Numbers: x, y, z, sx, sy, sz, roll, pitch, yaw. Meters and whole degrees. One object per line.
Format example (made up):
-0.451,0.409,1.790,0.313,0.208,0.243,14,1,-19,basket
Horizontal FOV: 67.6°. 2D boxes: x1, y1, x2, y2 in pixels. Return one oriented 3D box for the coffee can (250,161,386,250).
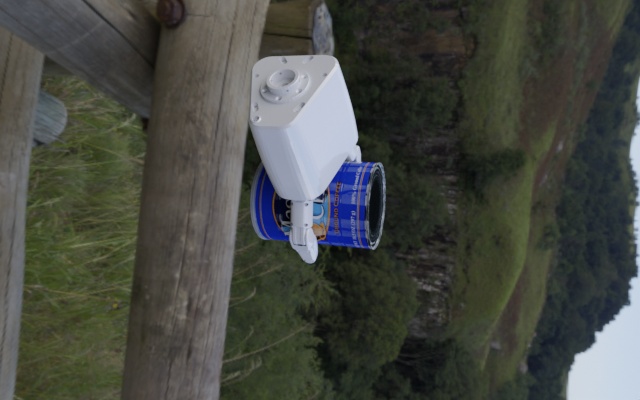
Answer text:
0.000,0.002,0.576,0.140,0.103,0.103,4,1,18,coffee can
